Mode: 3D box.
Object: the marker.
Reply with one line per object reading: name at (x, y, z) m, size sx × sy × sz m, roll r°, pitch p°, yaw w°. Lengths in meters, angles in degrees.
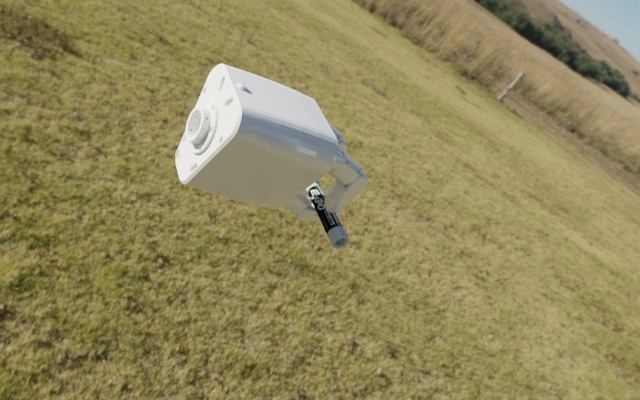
marker at (0.000, 0.002, 0.531) m, size 0.020 × 0.121 × 0.020 m, roll -16°, pitch -40°, yaw -13°
